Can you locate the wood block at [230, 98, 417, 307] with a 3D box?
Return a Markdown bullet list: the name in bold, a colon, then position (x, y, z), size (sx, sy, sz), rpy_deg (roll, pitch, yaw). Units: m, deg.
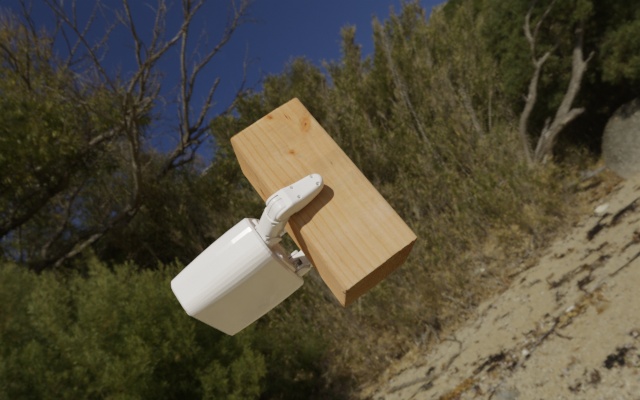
- **wood block**: position (0.000, 0.002, 0.525), size (0.090, 0.206, 0.091), rpy_deg (-35, -19, -12)
